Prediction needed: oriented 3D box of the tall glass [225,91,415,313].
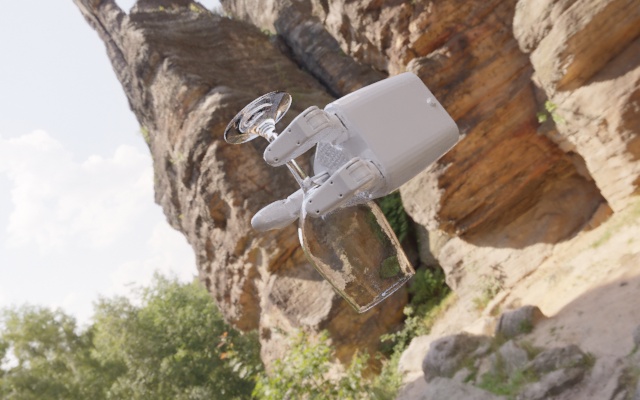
[{"bbox_3d":[0.000,0.001,0.432,0.079,0.201,0.079,-35,-9,-6],"label":"tall glass"}]
